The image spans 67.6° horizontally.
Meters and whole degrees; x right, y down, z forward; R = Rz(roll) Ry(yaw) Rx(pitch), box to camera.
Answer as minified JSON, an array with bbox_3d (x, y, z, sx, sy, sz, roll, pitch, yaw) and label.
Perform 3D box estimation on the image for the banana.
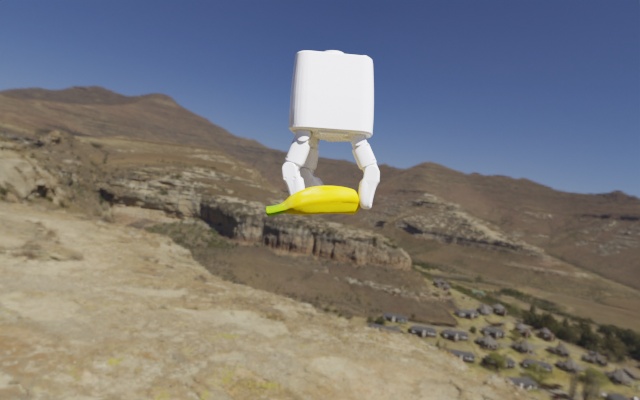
[{"bbox_3d":[0.014,0.001,0.642,0.069,0.037,0.198,-4,-3,34],"label":"banana"}]
